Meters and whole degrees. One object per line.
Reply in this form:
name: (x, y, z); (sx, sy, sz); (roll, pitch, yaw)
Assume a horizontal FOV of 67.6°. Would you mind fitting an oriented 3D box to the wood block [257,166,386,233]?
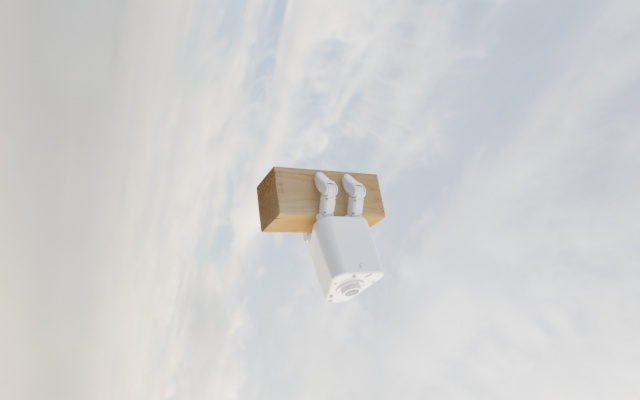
wood block: (0.000, 0.003, 0.858); (0.206, 0.090, 0.091); (3, -25, -28)
